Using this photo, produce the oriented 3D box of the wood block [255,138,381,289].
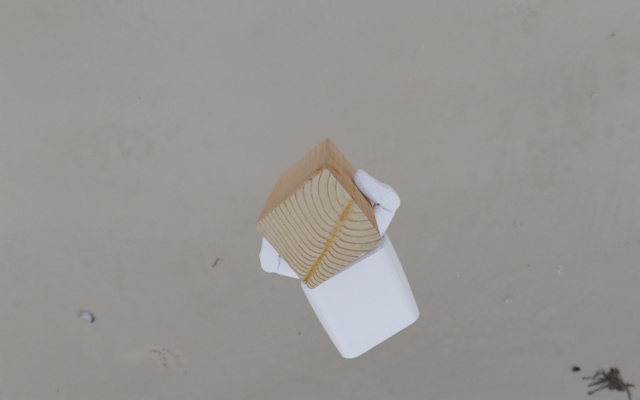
[{"bbox_3d":[0.001,0.002,0.549,0.091,0.090,0.206,-37,12,10],"label":"wood block"}]
